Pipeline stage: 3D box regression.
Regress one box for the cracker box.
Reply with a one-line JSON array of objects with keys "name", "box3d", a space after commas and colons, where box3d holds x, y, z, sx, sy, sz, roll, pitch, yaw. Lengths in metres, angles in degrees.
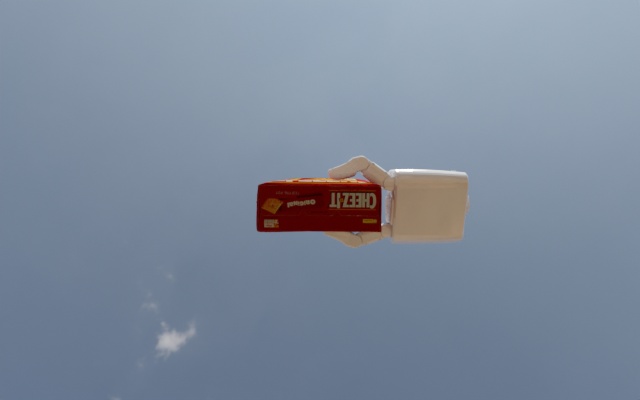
[{"name": "cracker box", "box3d": [0.000, 0.003, 0.719, 0.164, 0.072, 0.213, 0, 3, 1]}]
